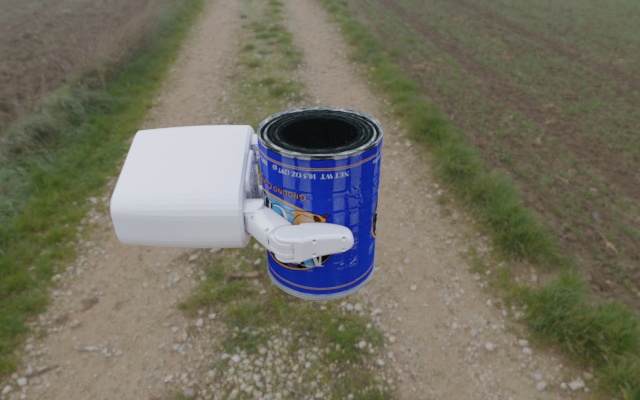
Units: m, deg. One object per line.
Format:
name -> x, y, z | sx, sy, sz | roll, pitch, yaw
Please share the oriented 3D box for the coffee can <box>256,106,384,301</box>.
coffee can -> 0.000, 0.002, 0.421 | 0.103, 0.140, 0.102 | 0, 32, 0
